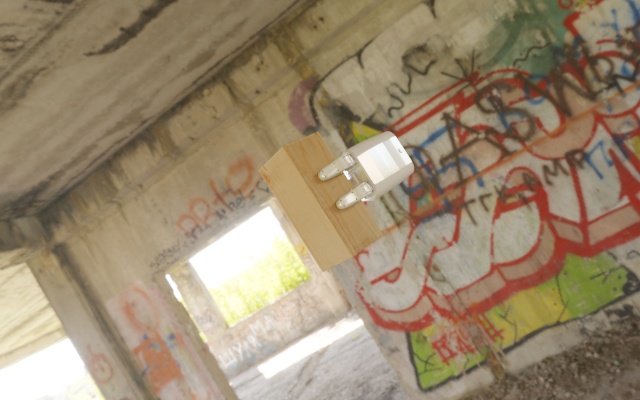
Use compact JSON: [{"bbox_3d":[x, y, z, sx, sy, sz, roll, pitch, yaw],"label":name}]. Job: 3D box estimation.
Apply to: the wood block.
[{"bbox_3d":[0.000,0.002,0.805,0.090,0.206,0.091,-29,-5,-42],"label":"wood block"}]
